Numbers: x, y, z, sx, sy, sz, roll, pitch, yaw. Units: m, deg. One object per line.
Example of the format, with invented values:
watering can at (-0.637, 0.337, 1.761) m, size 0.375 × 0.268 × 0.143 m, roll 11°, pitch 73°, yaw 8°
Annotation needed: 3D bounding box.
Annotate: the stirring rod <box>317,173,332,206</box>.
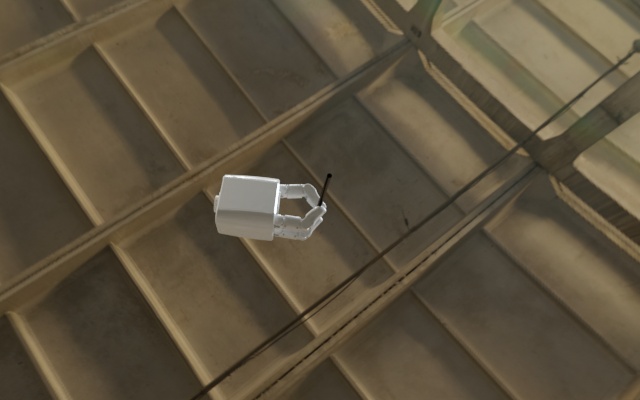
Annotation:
stirring rod at (0.000, 0.003, 0.865) m, size 0.011 × 0.011 × 0.240 m, roll 0°, pitch -20°, yaw -7°
